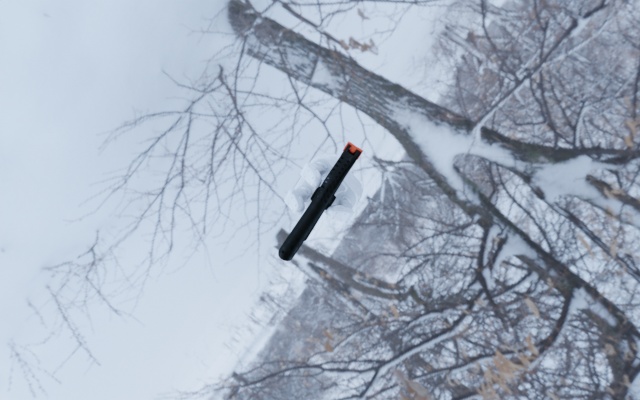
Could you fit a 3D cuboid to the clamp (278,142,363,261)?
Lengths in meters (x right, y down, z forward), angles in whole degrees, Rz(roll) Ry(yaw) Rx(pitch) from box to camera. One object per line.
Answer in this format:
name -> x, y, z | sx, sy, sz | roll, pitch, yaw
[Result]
clamp -> 0.001, 0.002, 0.776 | 0.036, 0.210, 0.164 | 32, 17, 1
